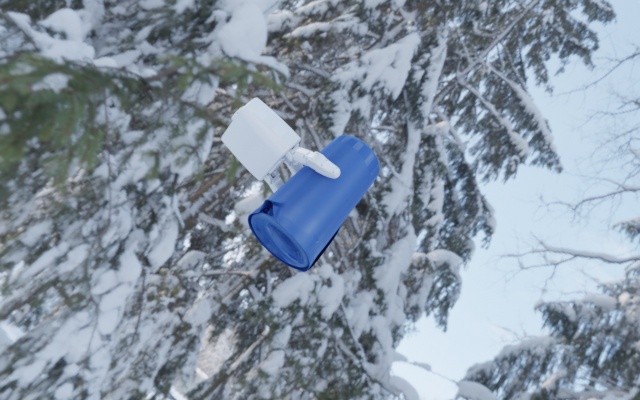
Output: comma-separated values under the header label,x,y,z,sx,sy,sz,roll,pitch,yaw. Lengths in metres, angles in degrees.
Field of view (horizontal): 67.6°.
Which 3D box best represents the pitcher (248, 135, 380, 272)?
label,x,y,z,sx,sy,sz,roll,pitch,yaw
pitcher,0.000,0.003,0.849,0.242,0.145,0.149,-47,3,-27
